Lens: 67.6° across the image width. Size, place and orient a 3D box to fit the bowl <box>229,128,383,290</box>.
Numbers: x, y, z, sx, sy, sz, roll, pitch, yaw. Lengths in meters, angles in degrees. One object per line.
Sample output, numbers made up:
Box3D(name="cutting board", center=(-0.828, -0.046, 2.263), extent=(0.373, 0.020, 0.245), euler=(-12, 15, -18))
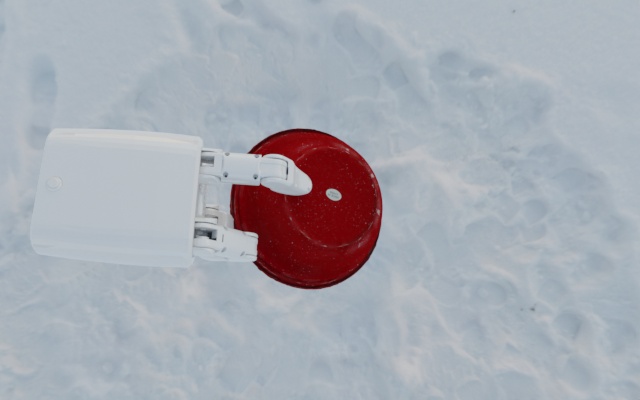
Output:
Box3D(name="bowl", center=(0.001, 0.001, 0.449), extent=(0.162, 0.162, 0.055), euler=(0, -11, -24))
